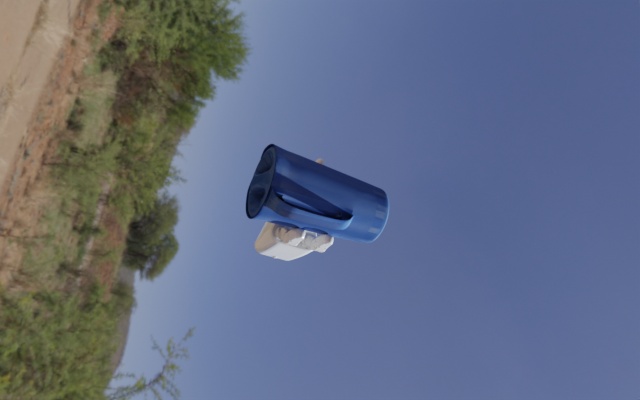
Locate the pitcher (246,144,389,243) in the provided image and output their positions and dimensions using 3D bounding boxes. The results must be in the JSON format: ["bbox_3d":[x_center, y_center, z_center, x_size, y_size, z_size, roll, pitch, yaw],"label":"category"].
[{"bbox_3d":[0.000,0.003,0.847,0.243,0.149,0.145,17,-28,-23],"label":"pitcher"}]
